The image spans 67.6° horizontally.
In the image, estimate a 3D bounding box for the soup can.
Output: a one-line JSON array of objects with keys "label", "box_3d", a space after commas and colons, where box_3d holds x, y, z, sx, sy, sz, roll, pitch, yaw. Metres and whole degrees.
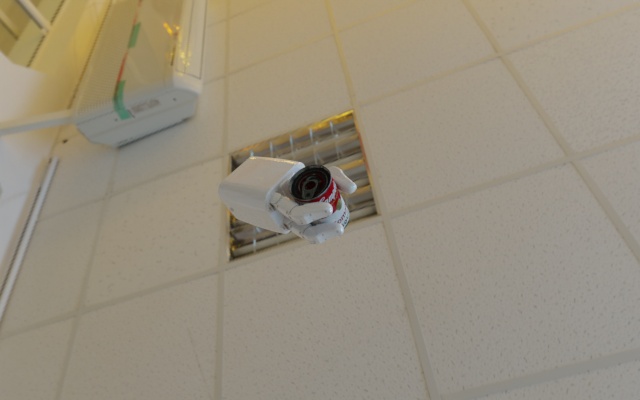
[{"label": "soup can", "box_3d": [0.001, 0.003, 0.745, 0.068, 0.068, 0.102, 0, -36, 24]}]
